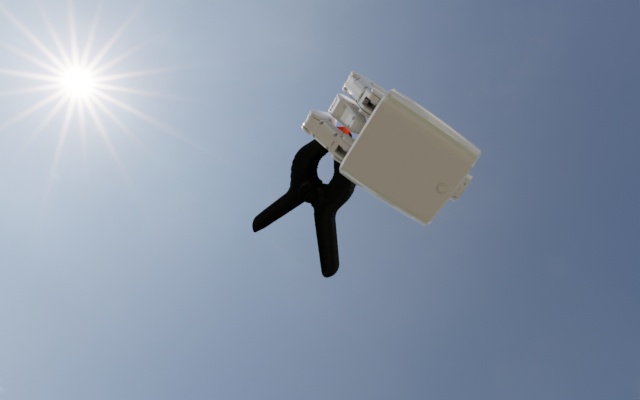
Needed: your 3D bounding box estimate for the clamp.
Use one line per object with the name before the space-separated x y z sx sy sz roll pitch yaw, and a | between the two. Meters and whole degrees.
clamp | 0.000 0.001 0.543 0.120 0.171 0.039 36 26 10
